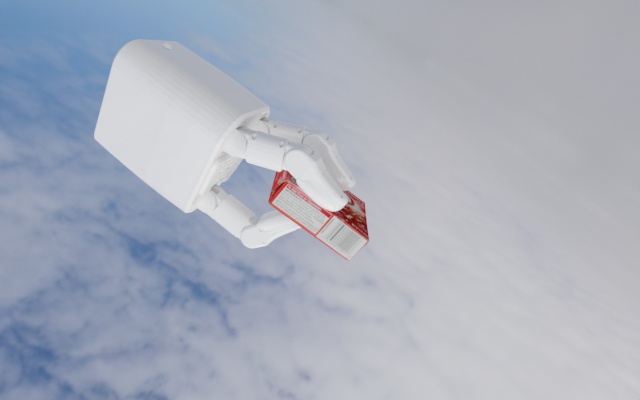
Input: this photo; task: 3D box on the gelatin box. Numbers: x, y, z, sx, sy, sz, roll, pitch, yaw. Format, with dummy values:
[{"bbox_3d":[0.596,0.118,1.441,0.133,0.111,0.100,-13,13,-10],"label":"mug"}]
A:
[{"bbox_3d":[0.000,0.002,0.416,0.089,0.030,0.073,37,21,-14],"label":"gelatin box"}]
